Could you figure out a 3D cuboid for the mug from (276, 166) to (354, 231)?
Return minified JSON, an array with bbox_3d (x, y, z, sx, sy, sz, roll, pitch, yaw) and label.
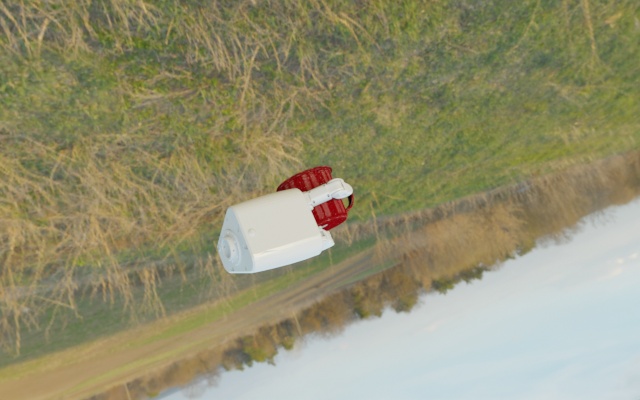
[{"bbox_3d":[0.001,0.002,0.733,0.117,0.081,0.093,-15,-16,-32],"label":"mug"}]
